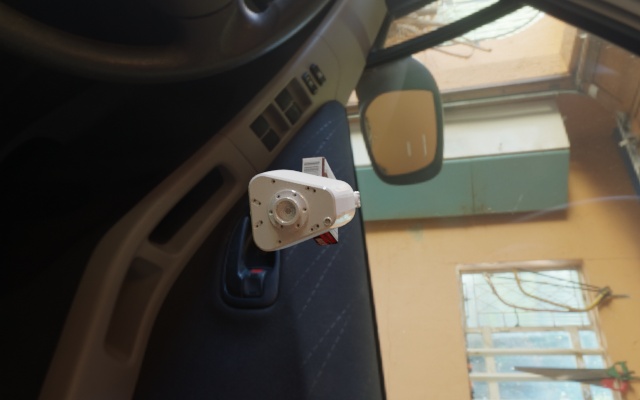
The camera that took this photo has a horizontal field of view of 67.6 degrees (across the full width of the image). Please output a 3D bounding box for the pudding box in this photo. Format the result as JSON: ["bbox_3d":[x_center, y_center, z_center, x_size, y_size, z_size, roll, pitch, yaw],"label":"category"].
[{"bbox_3d":[0.000,0.002,0.736,0.039,0.113,0.090,-4,-26,15],"label":"pudding box"}]
